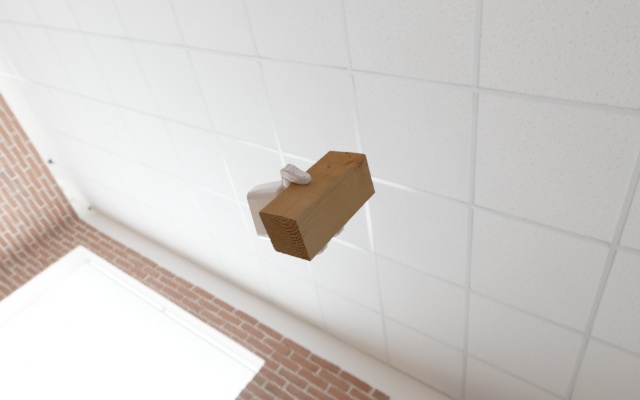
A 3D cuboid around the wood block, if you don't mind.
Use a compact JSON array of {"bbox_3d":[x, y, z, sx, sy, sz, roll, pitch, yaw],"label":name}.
[{"bbox_3d":[0.000,0.002,0.856,0.090,0.091,0.206,11,42,39],"label":"wood block"}]
